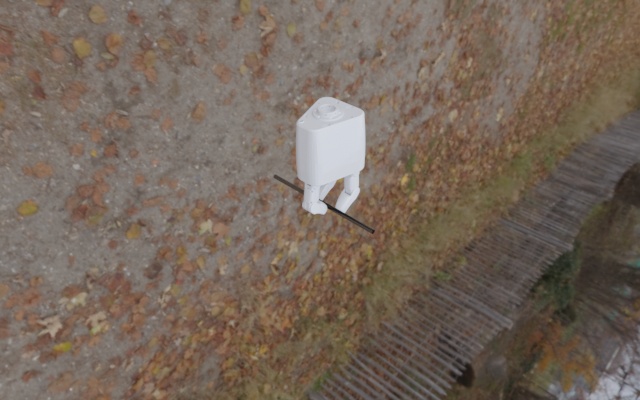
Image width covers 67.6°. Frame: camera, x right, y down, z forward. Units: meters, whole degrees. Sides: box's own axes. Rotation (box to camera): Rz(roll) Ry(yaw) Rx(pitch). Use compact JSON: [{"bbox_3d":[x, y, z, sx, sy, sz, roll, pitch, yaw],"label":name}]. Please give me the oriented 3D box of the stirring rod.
[{"bbox_3d":[0.000,0.003,0.870,0.239,0.011,0.011,29,16,32],"label":"stirring rod"}]
